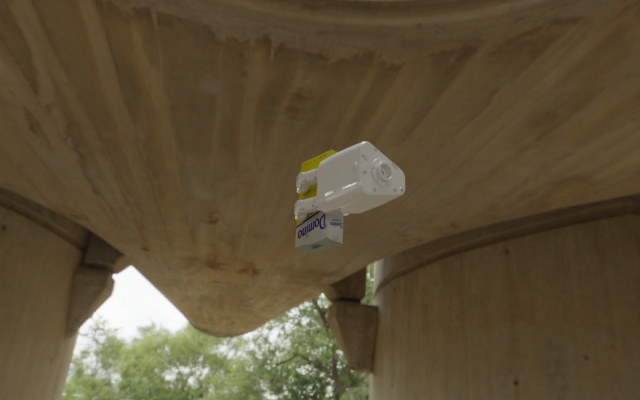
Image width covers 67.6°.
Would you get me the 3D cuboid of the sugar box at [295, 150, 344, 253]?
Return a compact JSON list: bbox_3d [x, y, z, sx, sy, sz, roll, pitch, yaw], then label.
[{"bbox_3d":[0.000,0.003,0.890,0.048,0.176,0.093,23,-30,-35],"label":"sugar box"}]
